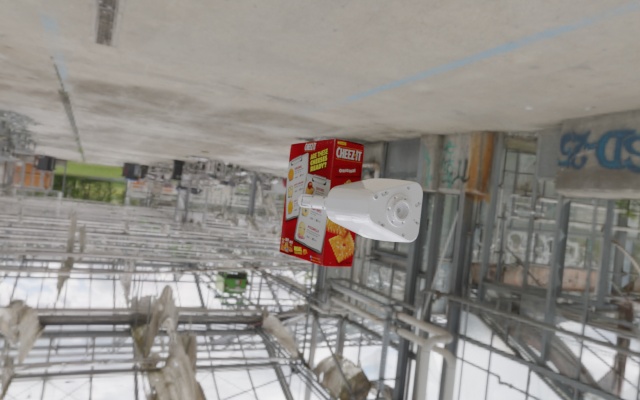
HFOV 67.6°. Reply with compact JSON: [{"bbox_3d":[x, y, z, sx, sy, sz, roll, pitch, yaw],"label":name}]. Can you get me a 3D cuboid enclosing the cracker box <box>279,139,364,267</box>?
[{"bbox_3d":[0.000,0.003,0.871,0.072,0.213,0.164,7,-1,-31],"label":"cracker box"}]
